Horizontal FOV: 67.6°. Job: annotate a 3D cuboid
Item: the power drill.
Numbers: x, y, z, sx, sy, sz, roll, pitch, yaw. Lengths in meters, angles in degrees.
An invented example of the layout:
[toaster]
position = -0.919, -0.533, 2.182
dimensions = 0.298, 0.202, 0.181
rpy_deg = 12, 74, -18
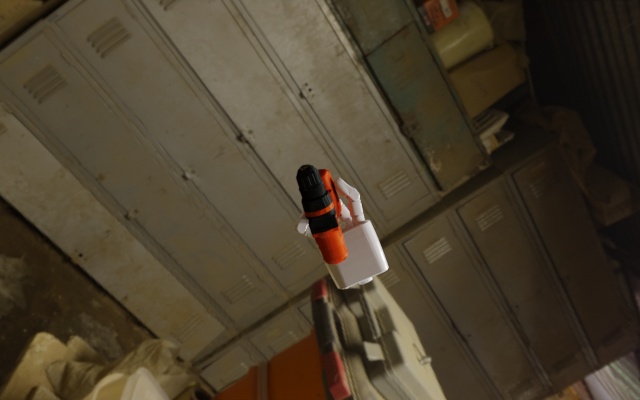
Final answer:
[power drill]
position = 0.000, 0.003, 0.877
dimensions = 0.057, 0.184, 0.187
rpy_deg = -15, 19, 6
